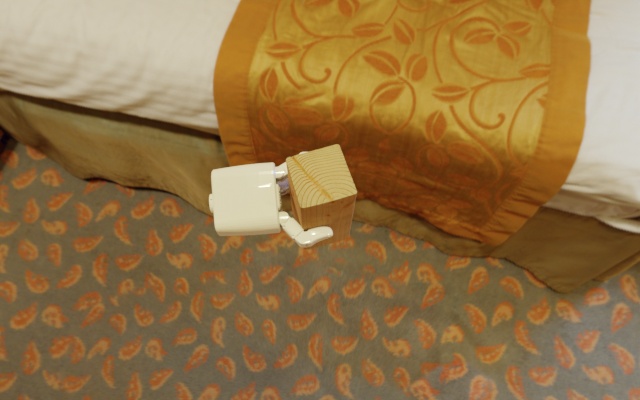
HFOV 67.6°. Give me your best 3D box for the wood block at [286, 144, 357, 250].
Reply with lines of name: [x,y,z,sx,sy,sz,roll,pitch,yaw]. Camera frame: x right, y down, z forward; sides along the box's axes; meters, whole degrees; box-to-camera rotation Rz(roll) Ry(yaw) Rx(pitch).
wood block: [0.000,0.003,0.814,0.090,0.090,0.206,-15,-22,-7]
